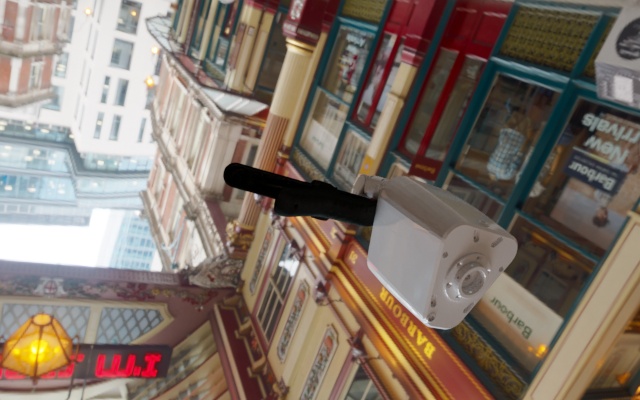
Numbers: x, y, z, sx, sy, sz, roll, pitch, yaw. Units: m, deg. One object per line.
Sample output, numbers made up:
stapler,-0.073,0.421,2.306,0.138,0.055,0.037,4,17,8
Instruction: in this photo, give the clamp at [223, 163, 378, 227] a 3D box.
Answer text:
clamp,0.000,0.002,0.464,0.171,0.039,0.120,11,15,-28
